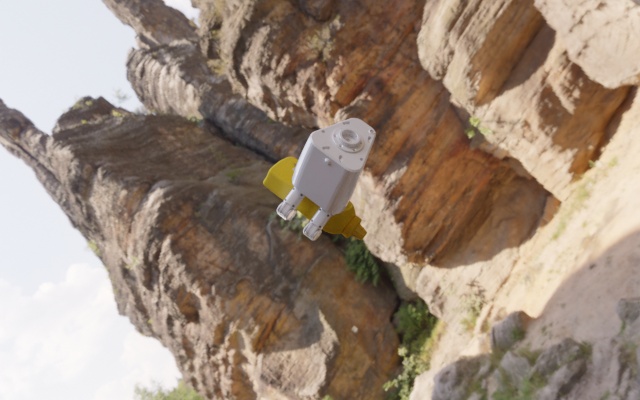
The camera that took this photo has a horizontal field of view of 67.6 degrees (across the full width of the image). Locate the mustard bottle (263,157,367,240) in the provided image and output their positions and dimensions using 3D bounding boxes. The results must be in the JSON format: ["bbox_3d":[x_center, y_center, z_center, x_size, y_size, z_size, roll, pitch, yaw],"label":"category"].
[{"bbox_3d":[0.000,0.003,0.823,0.191,0.058,0.096,37,27,10],"label":"mustard bottle"}]
